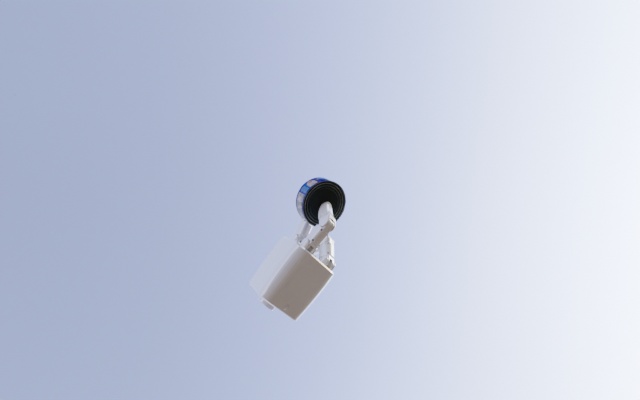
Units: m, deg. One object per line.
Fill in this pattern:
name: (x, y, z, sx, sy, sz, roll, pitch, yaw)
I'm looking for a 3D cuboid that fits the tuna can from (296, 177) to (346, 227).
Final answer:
tuna can: (0.000, 0.003, 0.849, 0.086, 0.086, 0.033, 0, 15, -29)
